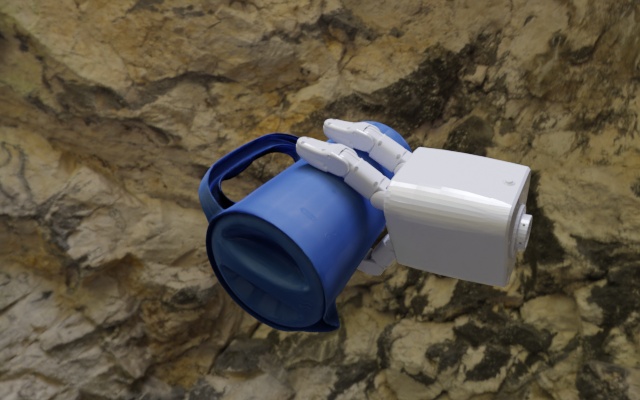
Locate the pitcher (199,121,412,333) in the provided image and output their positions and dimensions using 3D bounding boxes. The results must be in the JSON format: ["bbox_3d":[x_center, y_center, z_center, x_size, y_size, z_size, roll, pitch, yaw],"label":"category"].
[{"bbox_3d":[0.000,0.002,0.500,0.145,0.149,0.242,12,37,29],"label":"pitcher"}]
